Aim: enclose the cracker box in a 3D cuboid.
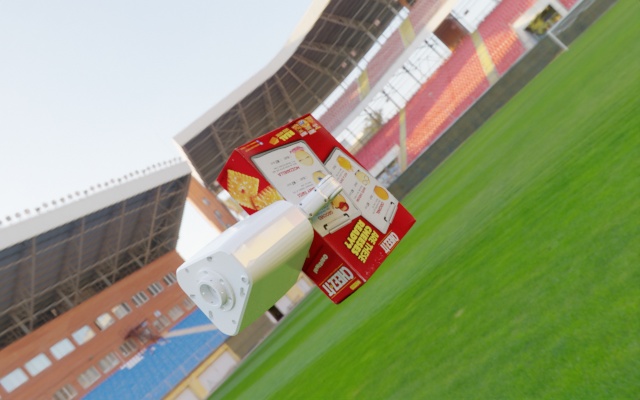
[{"bbox_3d":[0.000,0.002,0.615,0.072,0.213,0.164,-48,-7,40],"label":"cracker box"}]
